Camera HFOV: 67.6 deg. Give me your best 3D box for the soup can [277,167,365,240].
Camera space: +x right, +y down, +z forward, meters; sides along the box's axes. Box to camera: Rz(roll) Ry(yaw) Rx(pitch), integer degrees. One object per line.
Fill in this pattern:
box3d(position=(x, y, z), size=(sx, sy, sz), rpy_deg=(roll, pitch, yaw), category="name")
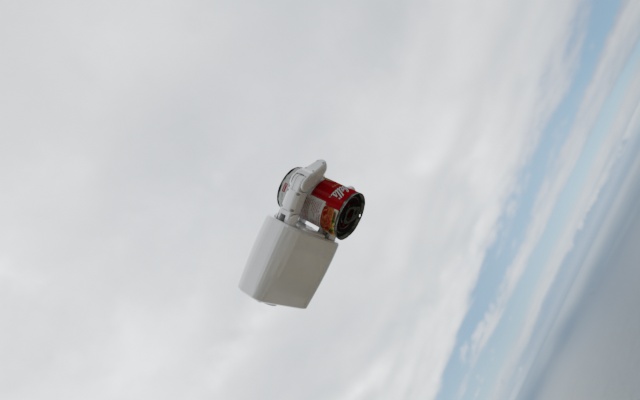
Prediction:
box3d(position=(0.000, 0.002, 0.649), size=(0.102, 0.068, 0.068), rpy_deg=(26, 13, 28), category="soup can")
